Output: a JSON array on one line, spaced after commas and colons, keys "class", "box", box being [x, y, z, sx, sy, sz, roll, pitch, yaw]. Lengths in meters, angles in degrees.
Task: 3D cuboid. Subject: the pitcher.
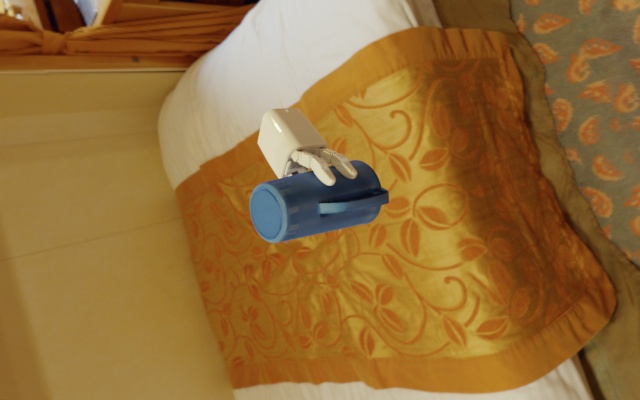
[{"class": "pitcher", "box": [0.000, 0.003, 0.893, 0.243, 0.145, 0.149, -13, -31, -41]}]
